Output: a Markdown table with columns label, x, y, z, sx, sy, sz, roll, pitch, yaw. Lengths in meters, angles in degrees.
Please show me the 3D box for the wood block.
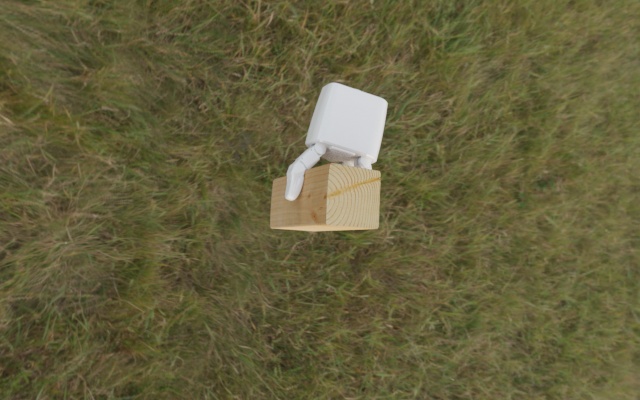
| label | x | y | z | sx | sy | sz | roll | pitch | yaw |
| --- | --- | --- | --- | --- | --- | --- | --- | --- | --- |
| wood block | 0.000 | 0.002 | 0.776 | 0.091 | 0.090 | 0.206 | 7 | -8 | -27 |
